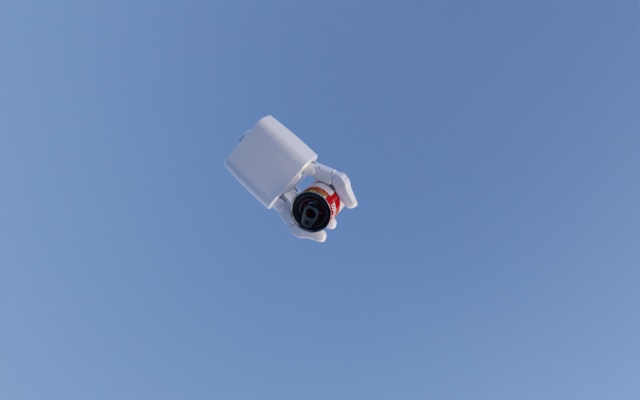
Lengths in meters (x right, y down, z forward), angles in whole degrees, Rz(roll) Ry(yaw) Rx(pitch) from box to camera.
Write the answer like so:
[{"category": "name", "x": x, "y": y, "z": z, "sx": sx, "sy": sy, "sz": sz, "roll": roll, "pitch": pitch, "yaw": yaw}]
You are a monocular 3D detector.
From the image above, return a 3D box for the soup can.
[{"category": "soup can", "x": 0.001, "y": 0.003, "z": 0.778, "sx": 0.068, "sy": 0.068, "sz": 0.102, "roll": 0, "pitch": 18, "yaw": 20}]
